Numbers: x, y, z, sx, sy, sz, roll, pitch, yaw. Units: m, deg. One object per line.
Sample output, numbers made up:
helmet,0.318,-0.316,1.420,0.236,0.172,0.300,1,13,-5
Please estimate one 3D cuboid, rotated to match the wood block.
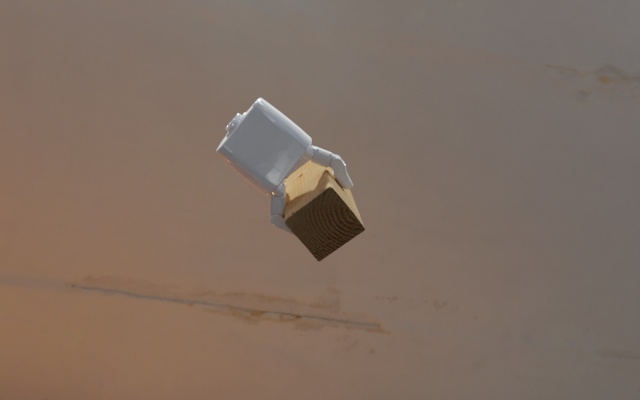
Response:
wood block,0.000,0.002,0.802,0.091,0.090,0.206,-36,18,9
